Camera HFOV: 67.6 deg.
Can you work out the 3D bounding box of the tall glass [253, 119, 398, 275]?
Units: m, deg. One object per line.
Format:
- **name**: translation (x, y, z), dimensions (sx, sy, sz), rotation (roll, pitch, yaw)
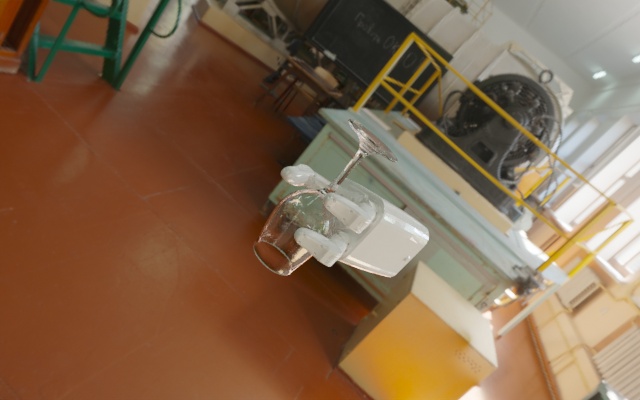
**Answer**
- **tall glass**: translation (0.000, 0.001, 0.583), dimensions (0.079, 0.201, 0.079), rotation (36, 19, -14)
